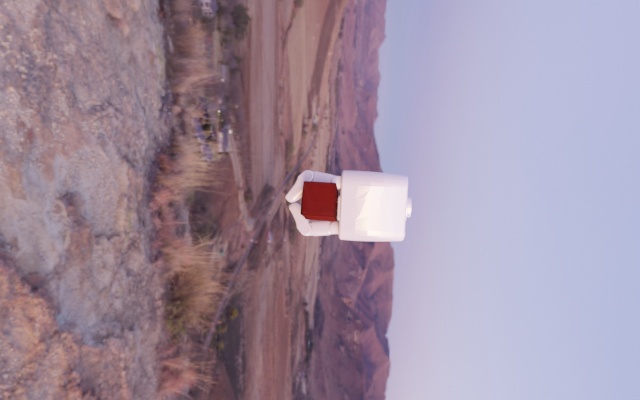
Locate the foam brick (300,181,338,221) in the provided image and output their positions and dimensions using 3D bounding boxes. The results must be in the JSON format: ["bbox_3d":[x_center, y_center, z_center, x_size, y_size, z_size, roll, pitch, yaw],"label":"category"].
[{"bbox_3d":[0.000,0.003,0.748,0.051,0.053,0.078,4,-7,5],"label":"foam brick"}]
